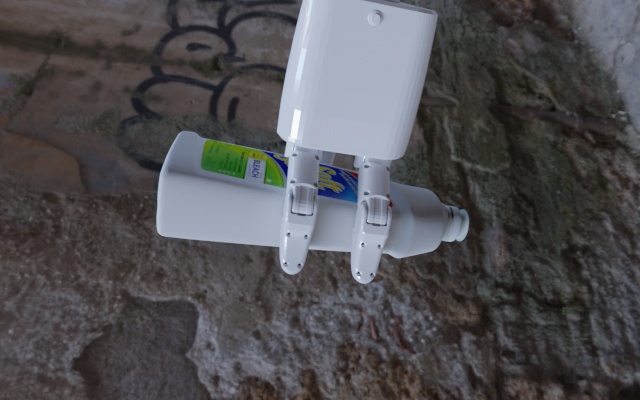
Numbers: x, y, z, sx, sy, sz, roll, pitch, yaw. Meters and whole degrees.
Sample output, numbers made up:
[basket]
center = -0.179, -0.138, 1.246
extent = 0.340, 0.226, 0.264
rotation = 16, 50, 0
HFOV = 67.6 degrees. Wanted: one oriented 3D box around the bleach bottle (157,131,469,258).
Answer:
[bleach bottle]
center = 0.000, 0.001, 0.404
extent = 0.251, 0.068, 0.102
rotation = 8, 26, -10
